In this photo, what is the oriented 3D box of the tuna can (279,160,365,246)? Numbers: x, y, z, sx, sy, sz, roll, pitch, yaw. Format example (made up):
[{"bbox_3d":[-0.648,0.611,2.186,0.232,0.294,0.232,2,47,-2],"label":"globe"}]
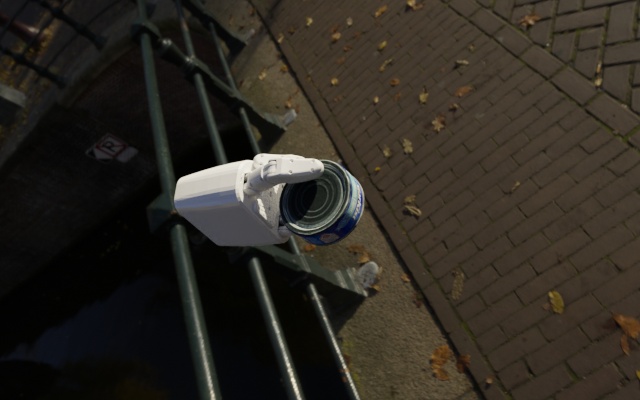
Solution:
[{"bbox_3d":[0.000,0.001,0.496,0.086,0.086,0.034,0,-22,31],"label":"tuna can"}]
